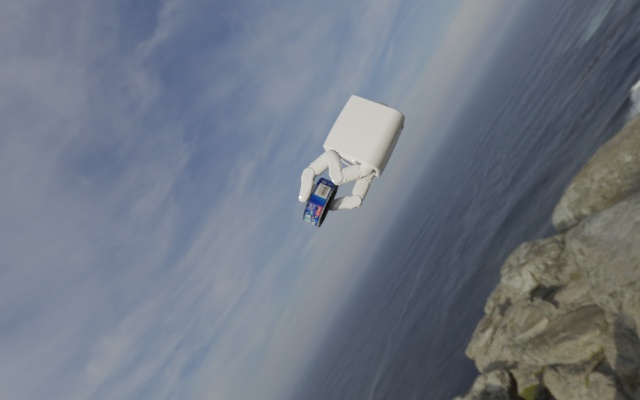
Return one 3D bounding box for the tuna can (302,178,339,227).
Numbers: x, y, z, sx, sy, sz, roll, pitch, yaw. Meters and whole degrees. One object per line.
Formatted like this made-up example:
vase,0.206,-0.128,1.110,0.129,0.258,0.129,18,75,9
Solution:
tuna can,0.000,0.003,0.855,0.034,0.086,0.086,24,3,7
